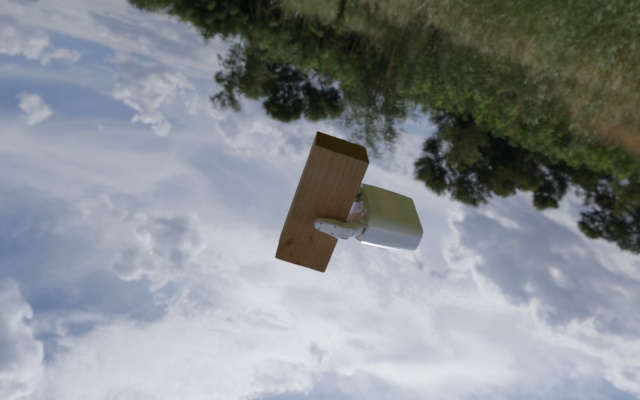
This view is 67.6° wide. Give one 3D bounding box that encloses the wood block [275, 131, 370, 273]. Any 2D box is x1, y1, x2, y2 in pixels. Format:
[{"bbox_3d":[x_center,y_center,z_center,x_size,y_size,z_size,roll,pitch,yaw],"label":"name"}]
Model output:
[{"bbox_3d":[0.000,0.003,0.795,0.090,0.206,0.090,18,21,-6],"label":"wood block"}]
